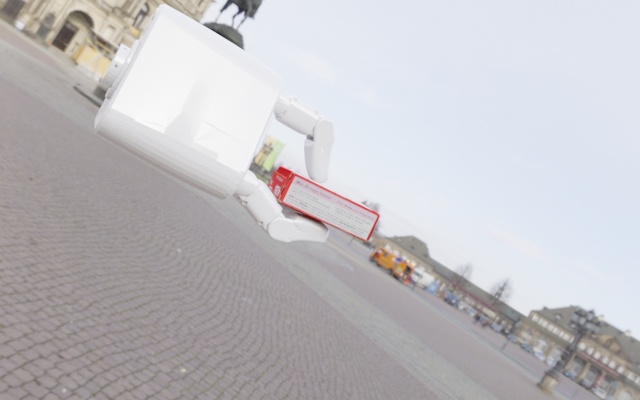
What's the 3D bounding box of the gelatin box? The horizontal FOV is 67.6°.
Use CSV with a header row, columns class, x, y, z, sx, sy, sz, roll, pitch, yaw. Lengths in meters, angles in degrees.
class,x,y,z,sx,sy,sz,roll,pitch,yaw
gelatin box,0.001,0.001,0.431,0.089,0.030,0.073,25,3,-16
